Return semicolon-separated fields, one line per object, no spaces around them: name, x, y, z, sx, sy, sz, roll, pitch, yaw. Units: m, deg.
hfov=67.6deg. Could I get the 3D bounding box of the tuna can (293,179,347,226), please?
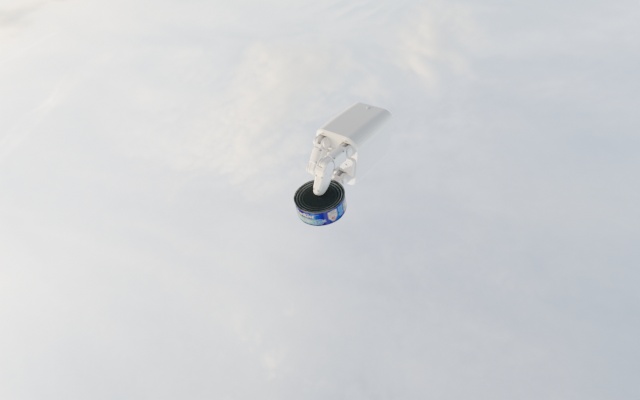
tuna can;0.000;0.003;0.795;0.086;0.034;0.086;-7;41;6
